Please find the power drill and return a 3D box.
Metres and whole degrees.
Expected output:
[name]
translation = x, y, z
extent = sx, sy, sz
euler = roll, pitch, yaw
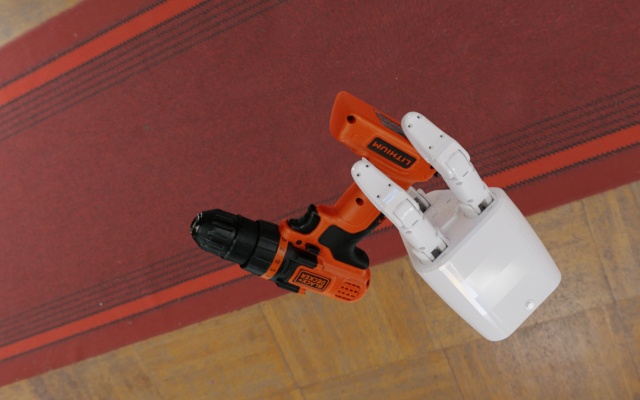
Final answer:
[power drill]
translation = 0.001, 0.001, 0.428
extent = 0.184, 0.188, 0.057
euler = 23, 28, -24
